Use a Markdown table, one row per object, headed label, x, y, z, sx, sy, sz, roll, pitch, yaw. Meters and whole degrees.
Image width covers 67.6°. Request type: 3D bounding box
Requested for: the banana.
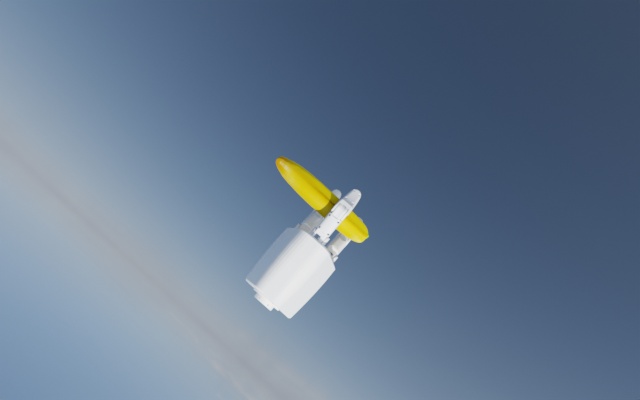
| label | x | y | z | sx | sy | sz | roll | pitch | yaw |
| --- | --- | --- | --- | --- | --- | --- | --- | --- | --- |
| banana | 0.008 | 0.006 | 0.728 | 0.198 | 0.037 | 0.069 | 43 | -8 | -15 |
